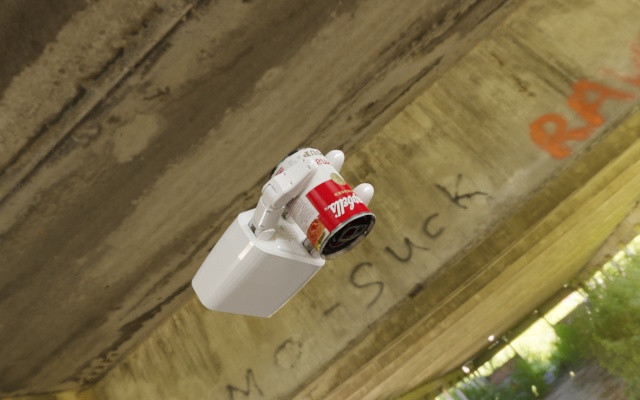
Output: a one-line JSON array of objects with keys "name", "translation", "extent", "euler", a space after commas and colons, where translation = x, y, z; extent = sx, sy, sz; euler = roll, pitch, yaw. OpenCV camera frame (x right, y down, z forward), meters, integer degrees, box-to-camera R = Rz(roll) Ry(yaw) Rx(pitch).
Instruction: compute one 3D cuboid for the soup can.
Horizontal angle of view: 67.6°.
[{"name": "soup can", "translation": [0.000, 0.001, 0.497], "extent": [0.068, 0.102, 0.068], "euler": [-30, -27, -17]}]
